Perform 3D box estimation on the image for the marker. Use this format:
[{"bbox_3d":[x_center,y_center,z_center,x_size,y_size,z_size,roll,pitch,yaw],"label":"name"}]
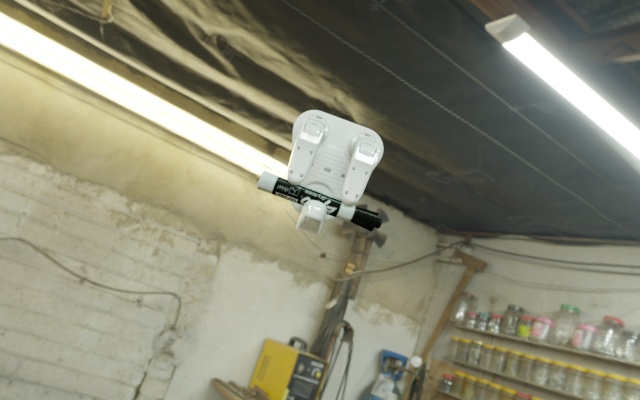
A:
[{"bbox_3d":[0.000,0.001,0.448,0.121,0.020,0.020,20,-1,-2],"label":"marker"}]
